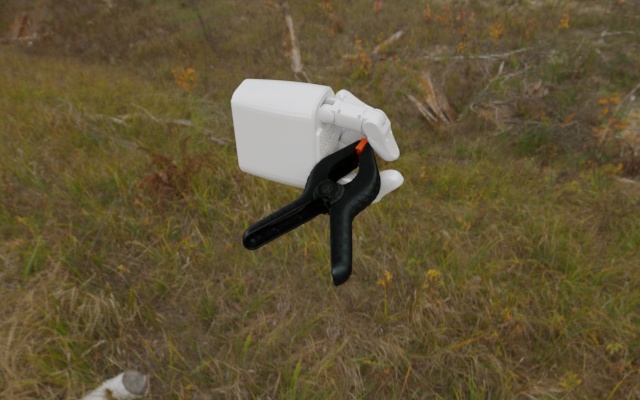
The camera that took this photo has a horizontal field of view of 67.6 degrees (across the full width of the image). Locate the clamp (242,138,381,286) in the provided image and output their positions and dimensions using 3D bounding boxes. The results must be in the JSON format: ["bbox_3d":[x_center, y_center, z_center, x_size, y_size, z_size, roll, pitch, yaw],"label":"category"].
[{"bbox_3d":[0.000,0.001,0.486,0.120,0.171,0.039,13,-37,20],"label":"clamp"}]
